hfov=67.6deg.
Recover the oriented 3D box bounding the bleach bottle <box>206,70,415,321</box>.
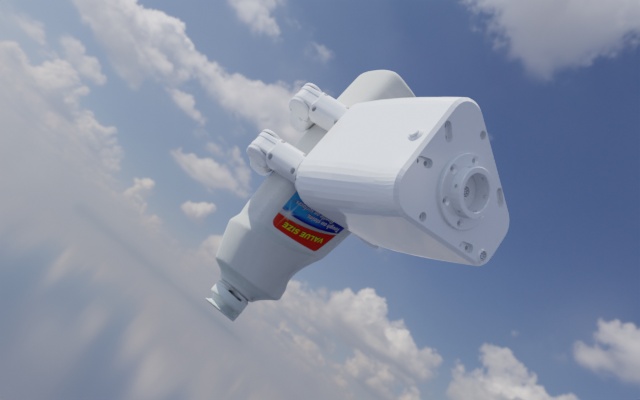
[{"bbox_3d":[0.000,0.001,0.422,0.068,0.250,0.103,12,-33,55],"label":"bleach bottle"}]
